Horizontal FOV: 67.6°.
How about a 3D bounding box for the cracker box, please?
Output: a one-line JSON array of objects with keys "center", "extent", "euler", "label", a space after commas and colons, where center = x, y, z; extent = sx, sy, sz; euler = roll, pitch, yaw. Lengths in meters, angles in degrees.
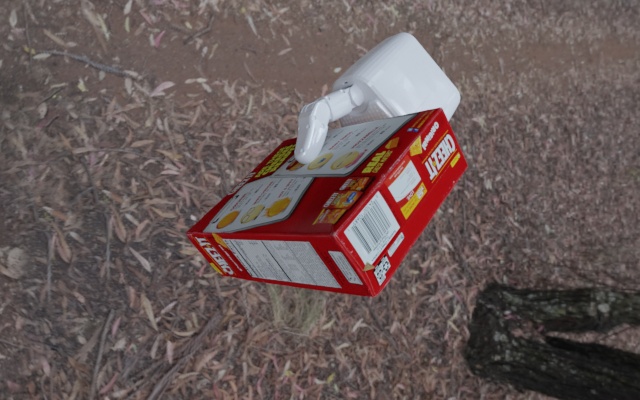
[{"center": [0.000, 0.001, 0.439], "extent": [0.214, 0.072, 0.164], "euler": [-4, 36, 48], "label": "cracker box"}]
